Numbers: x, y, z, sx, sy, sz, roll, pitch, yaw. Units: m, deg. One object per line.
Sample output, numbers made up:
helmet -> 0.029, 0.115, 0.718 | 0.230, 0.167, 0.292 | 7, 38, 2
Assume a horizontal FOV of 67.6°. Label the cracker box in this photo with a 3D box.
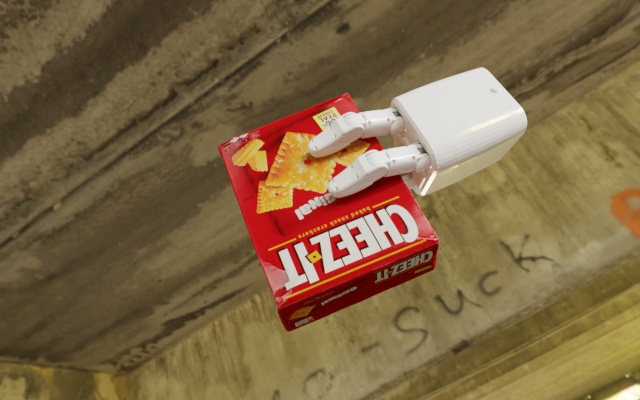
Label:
cracker box -> 0.000, 0.002, 0.504 | 0.164, 0.213, 0.072 | -22, -33, -6
